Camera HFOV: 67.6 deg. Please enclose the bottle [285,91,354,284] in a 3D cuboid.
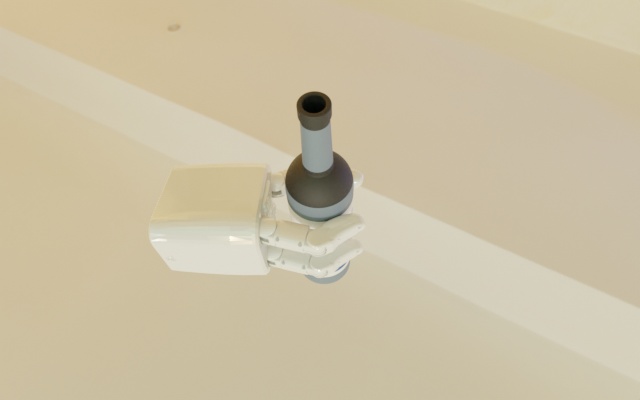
[{"bbox_3d":[0.000,0.002,0.491,0.069,0.069,0.296,0,-31,2],"label":"bottle"}]
